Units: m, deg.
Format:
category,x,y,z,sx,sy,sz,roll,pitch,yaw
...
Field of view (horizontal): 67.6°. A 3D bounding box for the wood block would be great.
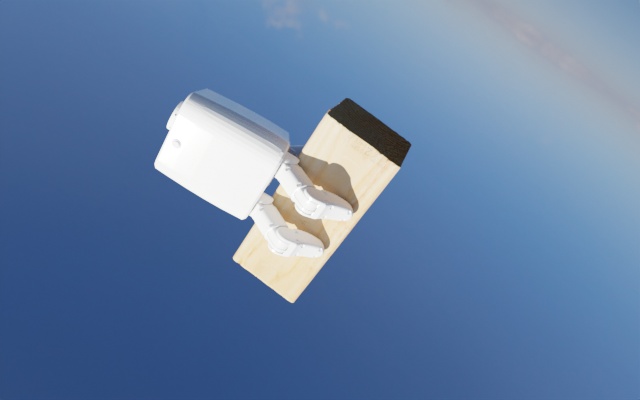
category,x,y,z,sx,sy,sz,roll,pitch,yaw
wood block,0.000,0.001,0.533,0.090,0.206,0.090,36,28,1
